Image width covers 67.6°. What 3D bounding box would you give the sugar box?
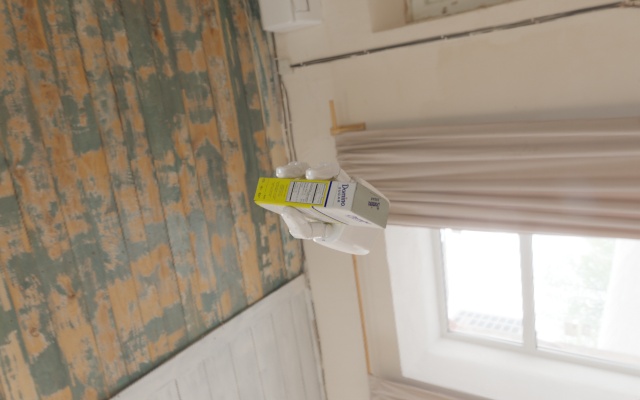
[{"bbox_3d":[0.000,0.002,0.677,0.176,0.048,0.093,2,-16,37],"label":"sugar box"}]
